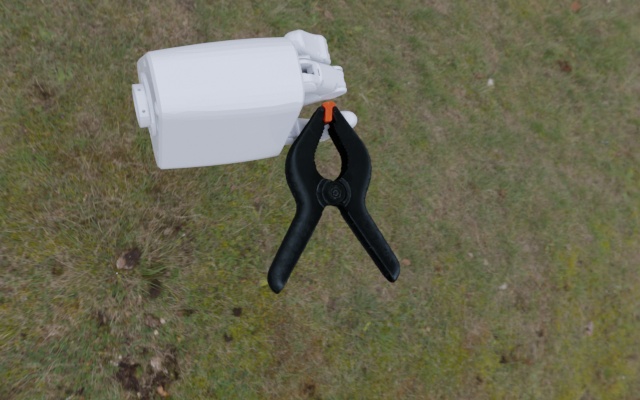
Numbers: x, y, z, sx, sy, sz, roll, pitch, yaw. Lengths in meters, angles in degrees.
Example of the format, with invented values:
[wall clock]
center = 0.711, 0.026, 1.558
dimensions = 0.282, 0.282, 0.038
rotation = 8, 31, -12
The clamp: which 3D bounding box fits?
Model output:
[clamp]
center = 0.000, 0.001, 0.424
dimensions = 0.120, 0.171, 0.039
rotation = -12, -3, -21
